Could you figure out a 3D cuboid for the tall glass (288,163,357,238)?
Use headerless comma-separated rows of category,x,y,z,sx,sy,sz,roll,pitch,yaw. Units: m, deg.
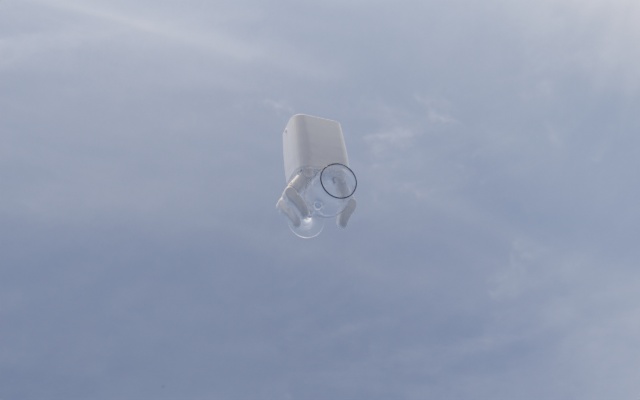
tall glass,0.000,0.003,0.846,0.079,0.079,0.201,0,-20,-18
